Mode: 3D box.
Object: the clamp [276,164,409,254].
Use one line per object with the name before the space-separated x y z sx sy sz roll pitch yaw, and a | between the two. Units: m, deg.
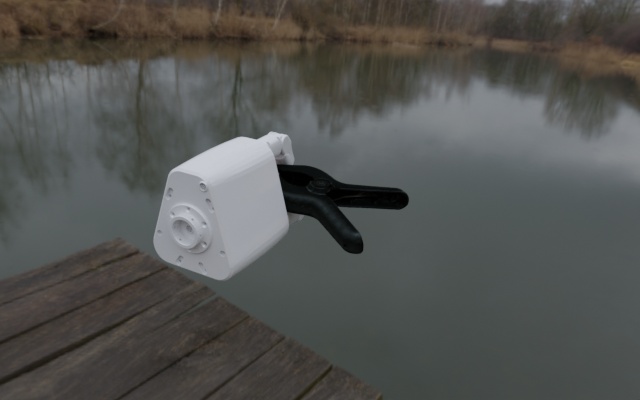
clamp | 0.000 0.001 0.522 0.171 0.039 0.120 14 28 20
